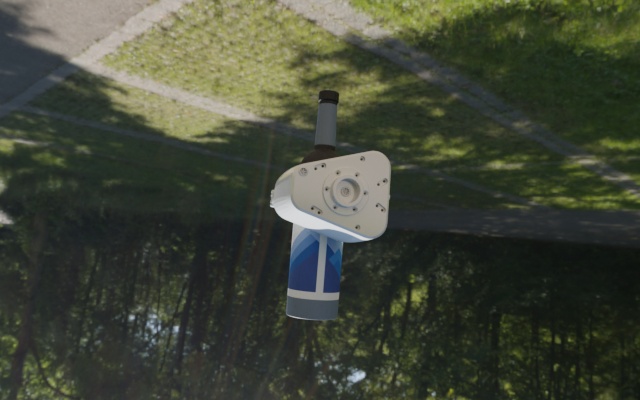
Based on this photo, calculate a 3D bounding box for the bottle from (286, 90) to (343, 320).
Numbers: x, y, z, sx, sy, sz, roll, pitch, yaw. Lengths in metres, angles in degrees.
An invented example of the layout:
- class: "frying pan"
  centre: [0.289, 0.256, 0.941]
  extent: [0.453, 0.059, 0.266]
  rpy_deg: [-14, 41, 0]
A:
- class: "bottle"
  centre: [0.000, 0.002, 0.627]
  extent: [0.069, 0.295, 0.069]
  rpy_deg: [4, -5, 0]
